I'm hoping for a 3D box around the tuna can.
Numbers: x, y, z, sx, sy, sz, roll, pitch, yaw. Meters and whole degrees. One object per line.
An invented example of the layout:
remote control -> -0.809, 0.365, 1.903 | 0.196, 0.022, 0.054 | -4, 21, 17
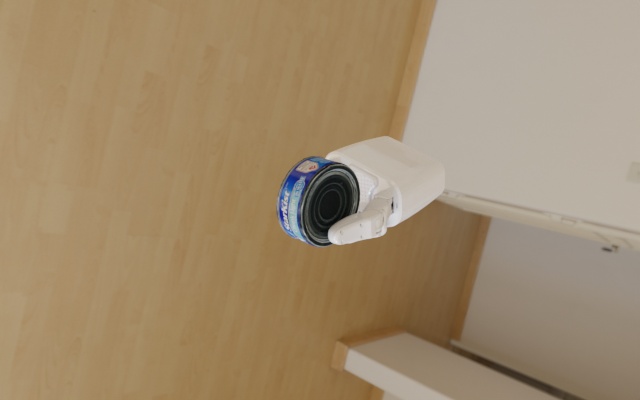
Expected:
tuna can -> 0.000, 0.002, 0.467 | 0.033, 0.086, 0.086 | 19, 13, 42
